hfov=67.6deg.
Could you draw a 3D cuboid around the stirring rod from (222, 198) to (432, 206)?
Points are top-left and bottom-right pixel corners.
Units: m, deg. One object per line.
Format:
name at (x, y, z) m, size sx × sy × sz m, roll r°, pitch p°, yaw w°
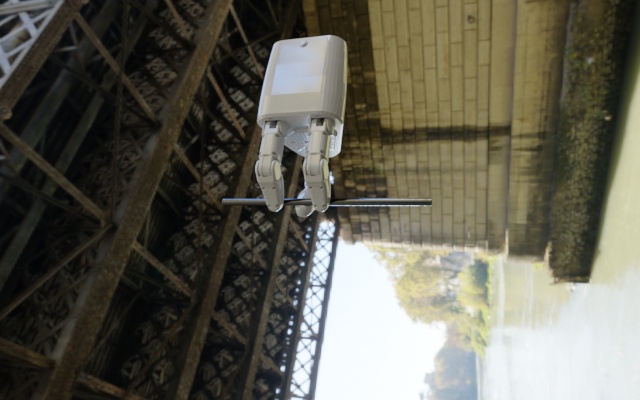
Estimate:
stirring rod at (0.000, 0.002, 0.529) m, size 0.239 × 0.011 × 0.011 m, roll 0°, pitch 0°, yaw 17°
